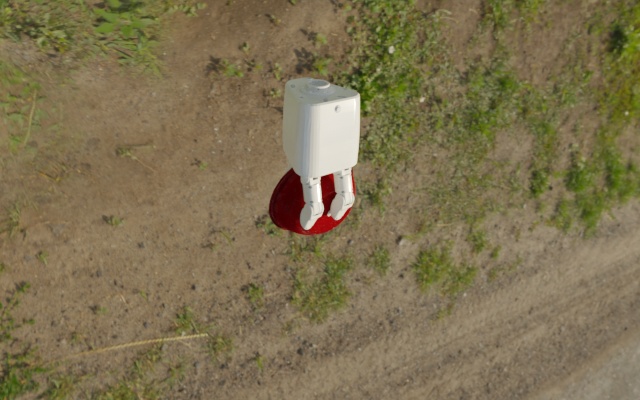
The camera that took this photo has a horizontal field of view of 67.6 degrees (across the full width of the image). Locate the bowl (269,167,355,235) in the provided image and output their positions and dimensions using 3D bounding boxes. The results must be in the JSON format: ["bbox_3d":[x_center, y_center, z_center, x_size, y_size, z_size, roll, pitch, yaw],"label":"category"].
[{"bbox_3d":[0.000,0.004,0.767,0.162,0.162,0.055,0,38,-43],"label":"bowl"}]
